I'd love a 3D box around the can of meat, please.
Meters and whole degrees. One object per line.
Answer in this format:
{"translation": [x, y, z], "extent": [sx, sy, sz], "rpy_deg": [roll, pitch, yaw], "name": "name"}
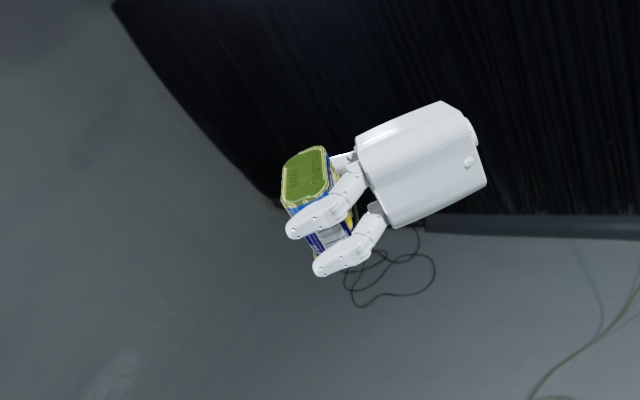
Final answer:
{"translation": [0.000, 0.001, 0.516], "extent": [0.057, 0.084, 0.102], "rpy_deg": [-22, 33, 12], "name": "can of meat"}
